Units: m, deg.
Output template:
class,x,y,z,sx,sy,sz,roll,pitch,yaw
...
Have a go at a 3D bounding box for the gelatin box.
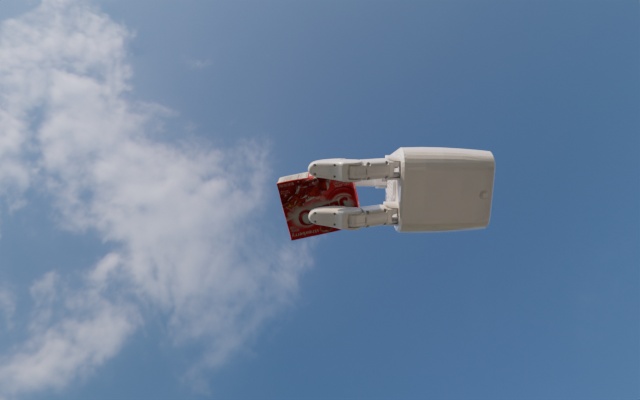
class,x,y,z,sx,sy,sz,roll,pitch,yaw
gelatin box,0.000,0.002,0.564,0.089,0.073,0.030,-12,16,7
